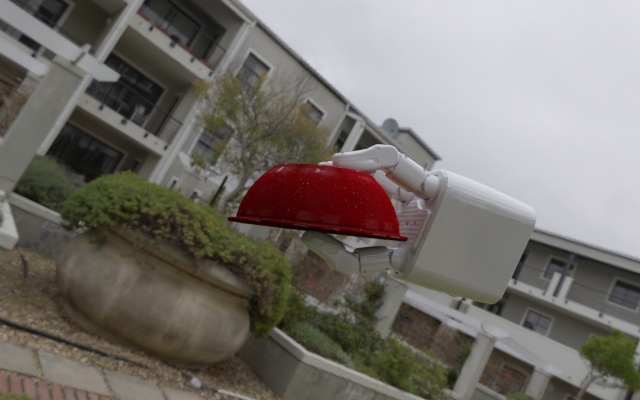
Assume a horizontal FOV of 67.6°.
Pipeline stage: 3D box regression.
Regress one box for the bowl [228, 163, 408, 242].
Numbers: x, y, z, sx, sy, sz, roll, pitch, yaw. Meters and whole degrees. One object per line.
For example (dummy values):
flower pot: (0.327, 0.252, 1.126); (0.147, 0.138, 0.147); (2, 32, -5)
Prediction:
bowl: (-0.001, 0.001, 0.432); (0.162, 0.055, 0.162); (6, -4, 0)
